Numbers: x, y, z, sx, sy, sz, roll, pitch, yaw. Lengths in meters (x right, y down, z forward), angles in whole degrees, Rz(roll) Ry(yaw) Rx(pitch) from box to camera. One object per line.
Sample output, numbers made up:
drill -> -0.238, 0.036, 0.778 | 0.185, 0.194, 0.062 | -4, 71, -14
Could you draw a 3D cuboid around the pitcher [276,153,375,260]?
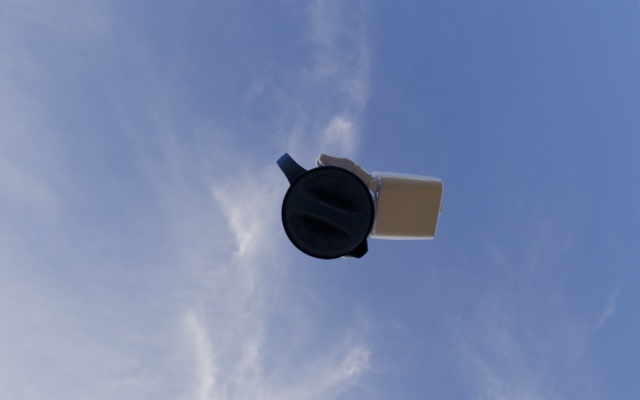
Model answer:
pitcher -> 0.000, 0.003, 0.785 | 0.145, 0.149, 0.243 | 3, 3, -3
